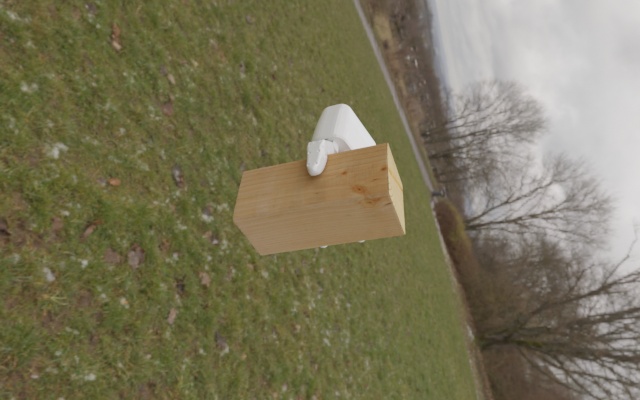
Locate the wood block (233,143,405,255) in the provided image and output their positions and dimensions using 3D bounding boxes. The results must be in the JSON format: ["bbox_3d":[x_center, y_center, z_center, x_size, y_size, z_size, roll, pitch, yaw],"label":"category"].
[{"bbox_3d":[0.000,0.002,0.640,0.206,0.090,0.091,-10,-42,18],"label":"wood block"}]
